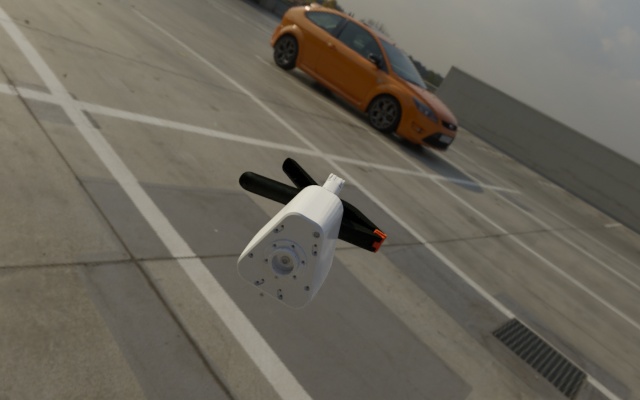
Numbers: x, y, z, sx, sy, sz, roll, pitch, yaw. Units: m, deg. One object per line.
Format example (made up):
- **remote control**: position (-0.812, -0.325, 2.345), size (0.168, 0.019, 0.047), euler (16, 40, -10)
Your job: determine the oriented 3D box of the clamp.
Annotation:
- **clamp**: position (0.001, 0.002, 0.691), size (0.210, 0.036, 0.164), euler (31, 21, 2)
